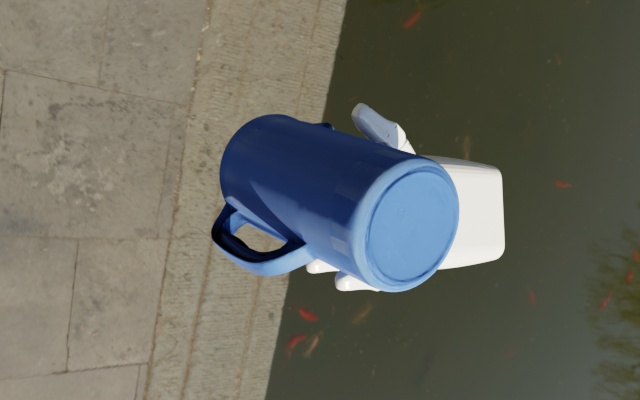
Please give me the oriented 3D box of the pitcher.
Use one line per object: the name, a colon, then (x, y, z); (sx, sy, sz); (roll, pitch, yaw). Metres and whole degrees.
pitcher: (0.000, 0.001, 0.453); (0.145, 0.149, 0.242); (3, 12, -33)
